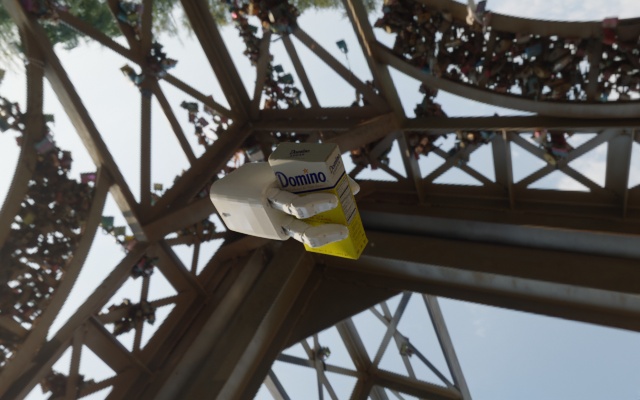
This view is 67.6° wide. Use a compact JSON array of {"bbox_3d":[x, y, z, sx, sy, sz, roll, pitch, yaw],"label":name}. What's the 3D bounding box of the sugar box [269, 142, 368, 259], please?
[{"bbox_3d":[0.000,0.003,0.667,0.093,0.176,0.048,5,45,32],"label":"sugar box"}]
